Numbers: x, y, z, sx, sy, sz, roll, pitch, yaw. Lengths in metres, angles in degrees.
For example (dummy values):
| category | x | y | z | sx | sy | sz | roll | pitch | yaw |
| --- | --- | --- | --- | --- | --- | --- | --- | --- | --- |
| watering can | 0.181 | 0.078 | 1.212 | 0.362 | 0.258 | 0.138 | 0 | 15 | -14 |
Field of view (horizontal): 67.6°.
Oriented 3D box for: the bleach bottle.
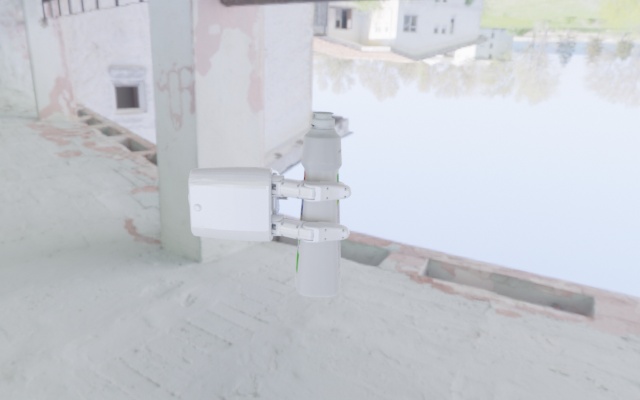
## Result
| category | x | y | z | sx | sy | sz | roll | pitch | yaw |
| --- | --- | --- | --- | --- | --- | --- | --- | --- | --- |
| bleach bottle | 0.000 | 0.002 | 0.668 | 0.068 | 0.251 | 0.102 | 2 | 18 | 0 |
